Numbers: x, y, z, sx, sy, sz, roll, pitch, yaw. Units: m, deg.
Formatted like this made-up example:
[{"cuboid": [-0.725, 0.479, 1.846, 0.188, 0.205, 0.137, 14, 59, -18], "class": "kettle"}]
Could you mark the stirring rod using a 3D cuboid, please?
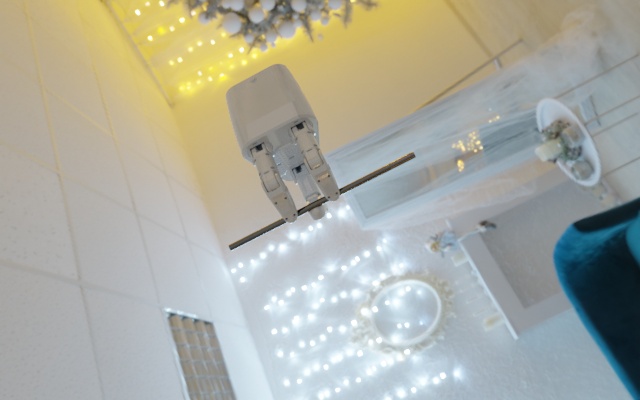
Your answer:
[{"cuboid": [0.000, 0.002, 0.555, 0.239, 0.011, 0.011, -27, -3, 5], "class": "stirring rod"}]
